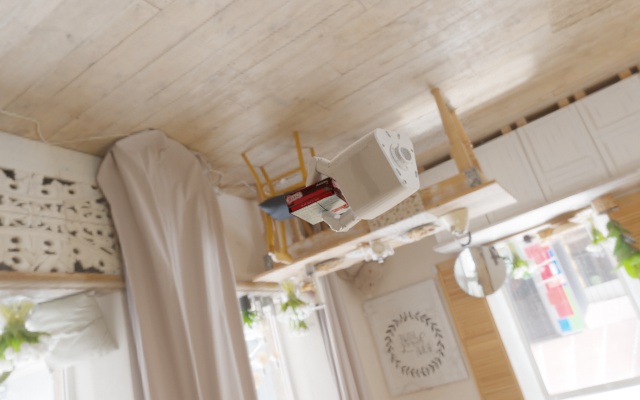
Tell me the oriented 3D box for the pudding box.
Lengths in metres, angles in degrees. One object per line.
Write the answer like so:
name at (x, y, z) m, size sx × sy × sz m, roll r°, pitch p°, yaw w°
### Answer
pudding box at (0.000, 0.003, 0.850) m, size 0.090 × 0.039 × 0.113 m, roll -22°, pitch -22°, yaw 15°
